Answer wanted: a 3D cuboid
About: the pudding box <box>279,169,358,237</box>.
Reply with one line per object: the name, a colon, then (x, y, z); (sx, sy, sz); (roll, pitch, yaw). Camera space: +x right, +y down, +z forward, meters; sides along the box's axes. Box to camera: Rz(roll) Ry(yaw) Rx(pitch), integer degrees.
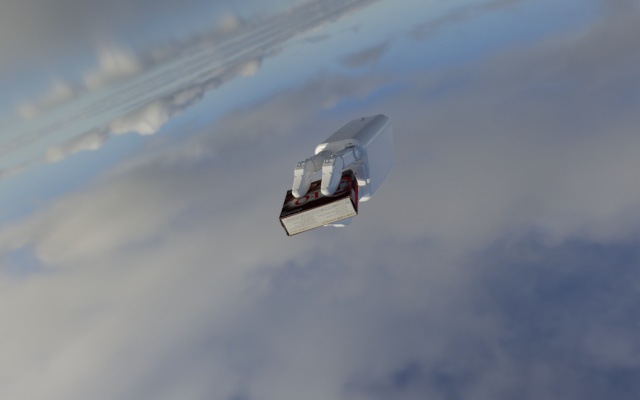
pudding box: (0.000, 0.002, 0.713); (0.113, 0.039, 0.090); (-20, 24, 15)
